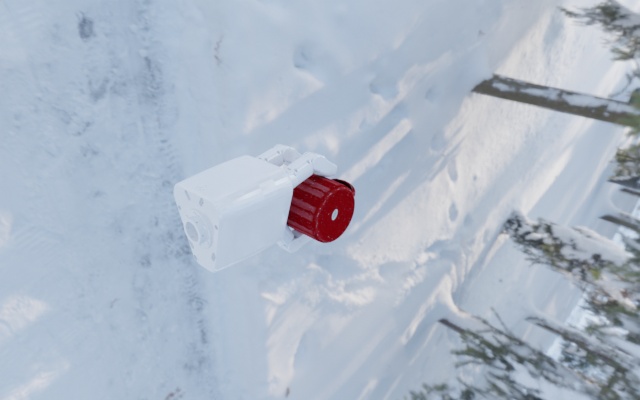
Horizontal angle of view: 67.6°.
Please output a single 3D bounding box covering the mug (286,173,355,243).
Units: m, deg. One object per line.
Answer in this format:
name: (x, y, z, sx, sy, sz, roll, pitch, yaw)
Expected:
mug: (0.001, 0.002, 0.653, 0.081, 0.093, 0.117, 25, 38, 37)
